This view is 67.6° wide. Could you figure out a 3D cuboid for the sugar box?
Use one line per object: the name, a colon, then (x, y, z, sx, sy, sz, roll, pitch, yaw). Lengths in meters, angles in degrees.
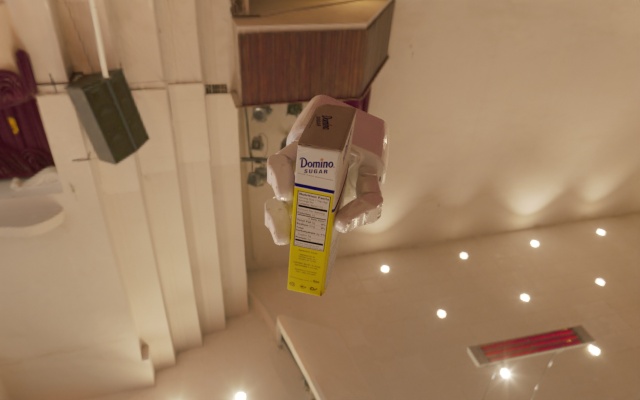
sugar box: (0.000, 0.001, 0.482, 0.048, 0.176, 0.093, 9, 35, 8)
